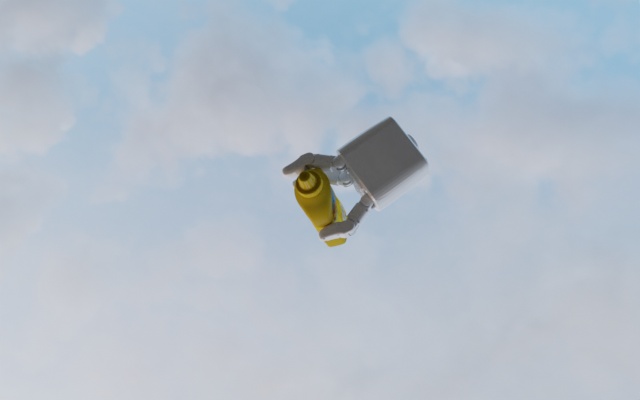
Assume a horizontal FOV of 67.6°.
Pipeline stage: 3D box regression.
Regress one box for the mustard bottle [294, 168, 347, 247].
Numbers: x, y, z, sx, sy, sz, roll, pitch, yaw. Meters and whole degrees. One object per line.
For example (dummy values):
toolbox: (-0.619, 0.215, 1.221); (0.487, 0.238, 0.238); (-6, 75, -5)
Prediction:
mustard bottle: (0.000, 0.003, 0.775); (0.058, 0.096, 0.192); (-14, -26, 8)
